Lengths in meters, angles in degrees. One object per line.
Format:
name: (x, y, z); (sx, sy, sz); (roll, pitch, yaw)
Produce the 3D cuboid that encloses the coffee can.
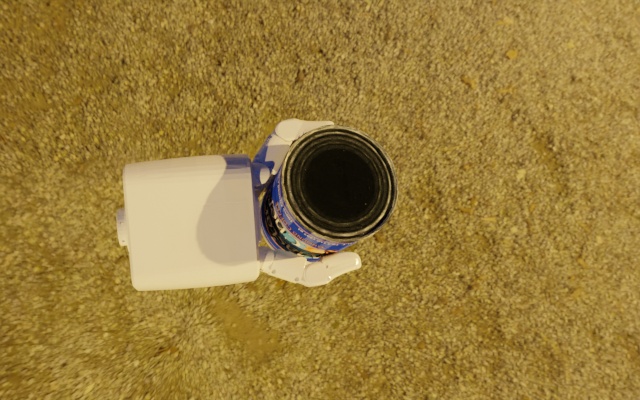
coffee can: (0.000, 0.002, 0.460); (0.103, 0.102, 0.140); (0, -14, -15)
